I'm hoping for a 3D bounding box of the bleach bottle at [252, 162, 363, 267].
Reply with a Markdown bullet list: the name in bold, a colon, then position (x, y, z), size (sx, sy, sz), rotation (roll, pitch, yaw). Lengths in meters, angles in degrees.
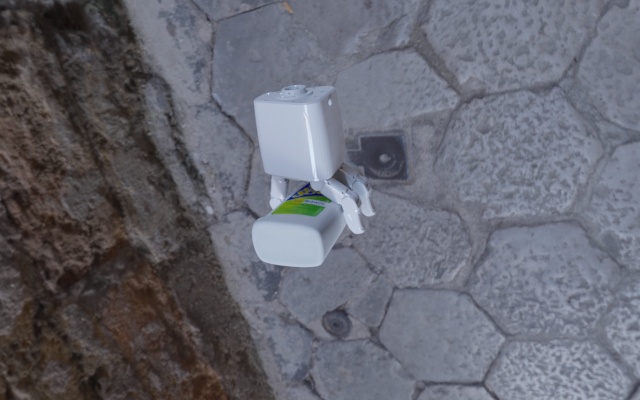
- **bleach bottle**: position (0.000, 0.002, 0.706), size (0.102, 0.068, 0.250), rotation (4, 27, 20)
